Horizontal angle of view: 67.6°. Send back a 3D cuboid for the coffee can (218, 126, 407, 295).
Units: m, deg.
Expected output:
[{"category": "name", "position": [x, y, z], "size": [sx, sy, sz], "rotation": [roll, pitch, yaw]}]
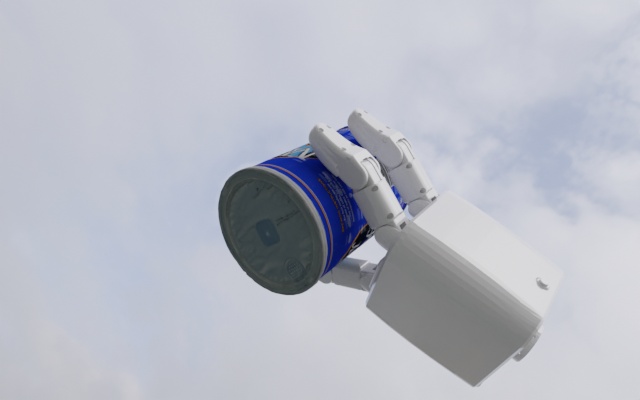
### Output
[{"category": "coffee can", "position": [0.000, 0.001, 0.405], "size": [0.103, 0.103, 0.140], "rotation": [0, 20, 38]}]
